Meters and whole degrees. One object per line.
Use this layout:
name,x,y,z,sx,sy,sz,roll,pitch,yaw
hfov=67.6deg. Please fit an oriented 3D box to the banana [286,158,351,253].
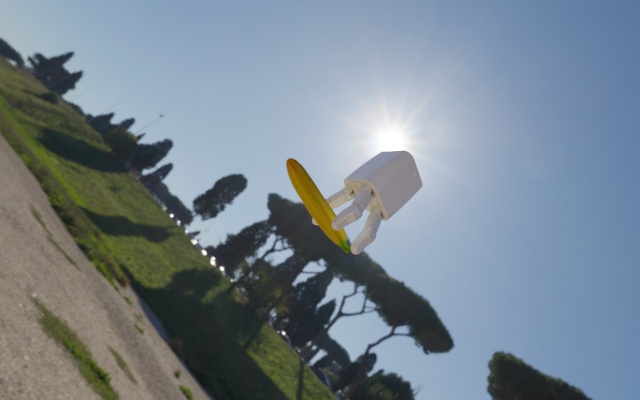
banana,-0.004,0.006,0.858,0.037,0.198,0.069,-38,11,-16
